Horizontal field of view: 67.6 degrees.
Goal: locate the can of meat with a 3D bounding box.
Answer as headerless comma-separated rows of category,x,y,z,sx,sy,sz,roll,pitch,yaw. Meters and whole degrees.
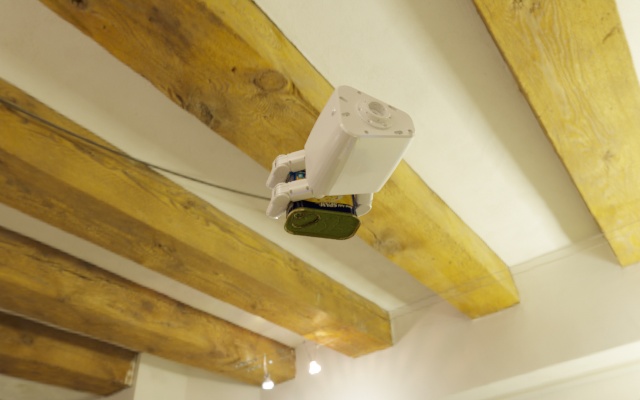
can of meat,0.000,0.002,0.670,0.102,0.083,0.057,7,-40,-15
